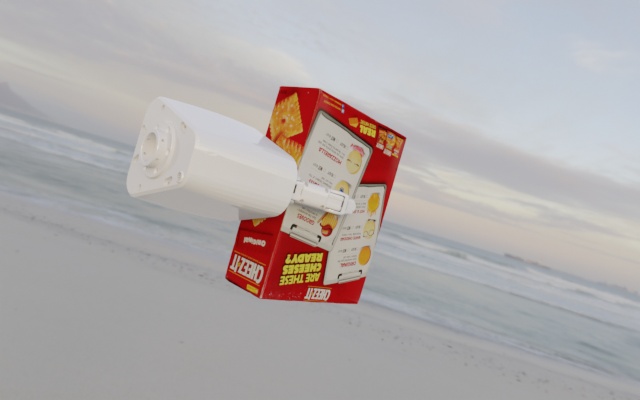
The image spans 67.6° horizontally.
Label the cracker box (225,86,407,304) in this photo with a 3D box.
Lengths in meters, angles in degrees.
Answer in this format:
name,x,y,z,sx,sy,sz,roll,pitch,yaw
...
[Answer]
name,x,y,z,sx,sy,sz,roll,pitch,yaw
cracker box,0.000,0.002,0.538,0.072,0.213,0.164,17,0,43
